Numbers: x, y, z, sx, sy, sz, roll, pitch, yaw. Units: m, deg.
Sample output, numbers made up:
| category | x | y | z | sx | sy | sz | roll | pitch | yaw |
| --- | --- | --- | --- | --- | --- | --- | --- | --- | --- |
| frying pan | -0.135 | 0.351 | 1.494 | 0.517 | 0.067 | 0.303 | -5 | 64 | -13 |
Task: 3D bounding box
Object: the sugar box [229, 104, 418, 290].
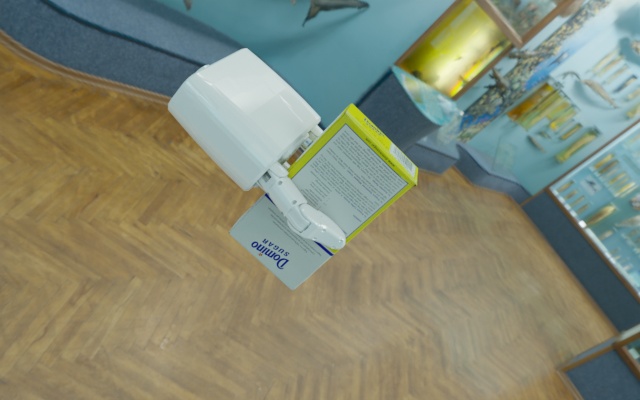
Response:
| category | x | y | z | sx | sy | sz | roll | pitch | yaw |
| --- | --- | --- | --- | --- | --- | --- | --- | --- | --- |
| sugar box | 0.000 | 0.001 | 0.470 | 0.176 | 0.093 | 0.048 | -42 | 9 | 27 |
